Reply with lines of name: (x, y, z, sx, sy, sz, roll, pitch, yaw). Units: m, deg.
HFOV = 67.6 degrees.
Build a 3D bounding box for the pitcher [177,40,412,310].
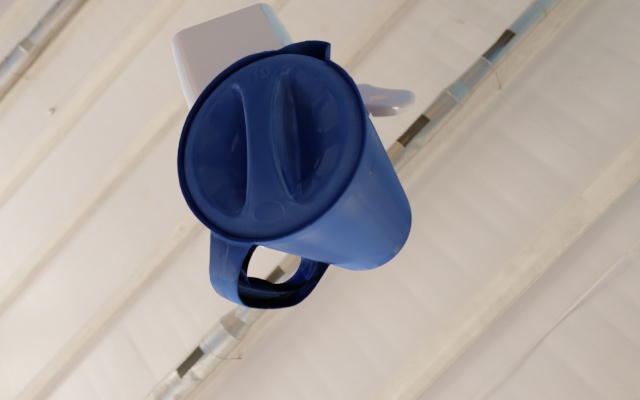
pitcher: (0.000, 0.001, 0.403, 0.149, 0.145, 0.243, -30, -24, 11)
